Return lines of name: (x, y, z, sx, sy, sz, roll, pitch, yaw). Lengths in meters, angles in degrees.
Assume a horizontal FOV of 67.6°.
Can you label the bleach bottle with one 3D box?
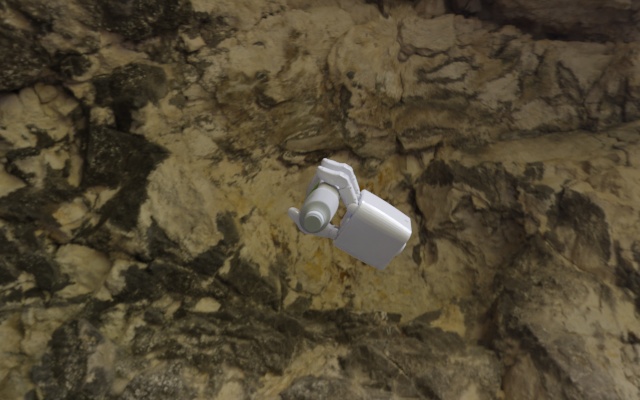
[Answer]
bleach bottle: (0.000, 0.003, 0.875, 0.068, 0.102, 0.250, 31, 21, -3)
